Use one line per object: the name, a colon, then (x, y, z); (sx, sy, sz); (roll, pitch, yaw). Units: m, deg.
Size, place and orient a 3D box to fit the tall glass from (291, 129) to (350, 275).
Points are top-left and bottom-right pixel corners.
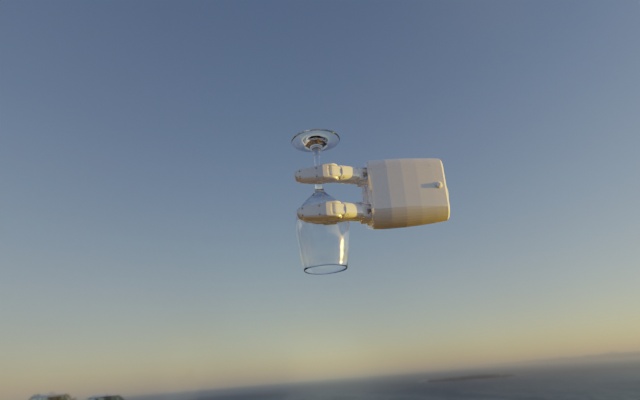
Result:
tall glass: (0.000, 0.002, 0.692); (0.079, 0.201, 0.079); (-4, -20, -1)
